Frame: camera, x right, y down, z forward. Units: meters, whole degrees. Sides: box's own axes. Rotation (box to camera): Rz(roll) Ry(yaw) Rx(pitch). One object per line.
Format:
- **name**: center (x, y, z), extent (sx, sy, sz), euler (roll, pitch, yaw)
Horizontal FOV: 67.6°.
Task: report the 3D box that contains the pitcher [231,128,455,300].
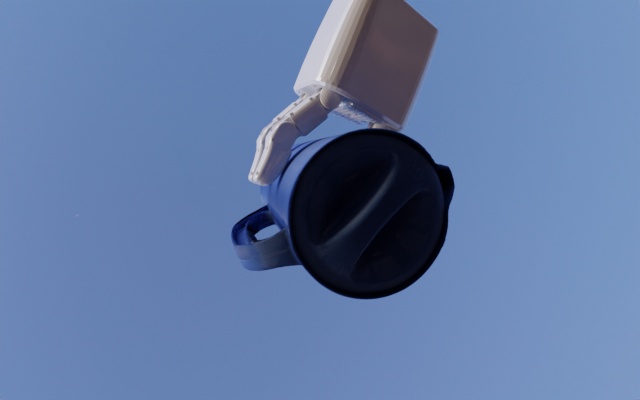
- **pitcher**: center (0.000, 0.001, 0.471), extent (0.149, 0.145, 0.243), euler (23, 0, -17)
